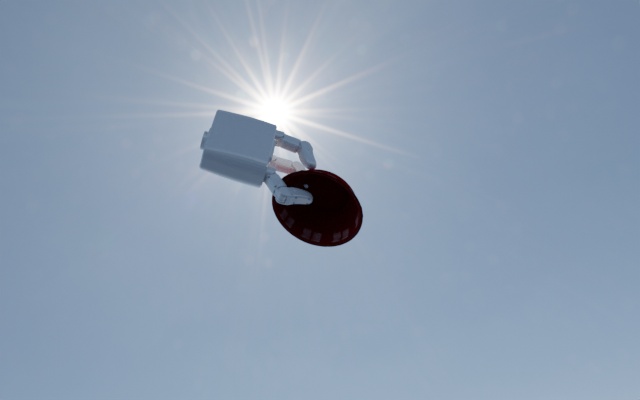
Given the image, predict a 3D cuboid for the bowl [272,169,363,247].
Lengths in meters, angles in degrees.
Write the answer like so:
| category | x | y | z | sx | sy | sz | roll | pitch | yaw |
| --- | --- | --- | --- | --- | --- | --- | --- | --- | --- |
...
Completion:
| category | x | y | z | sx | sy | sz | roll | pitch | yaw |
| --- | --- | --- | --- | --- | --- | --- | --- | --- | --- |
| bowl | 0.001 | 0.003 | 0.826 | 0.162 | 0.162 | 0.055 | 0 | 36 | 21 |
